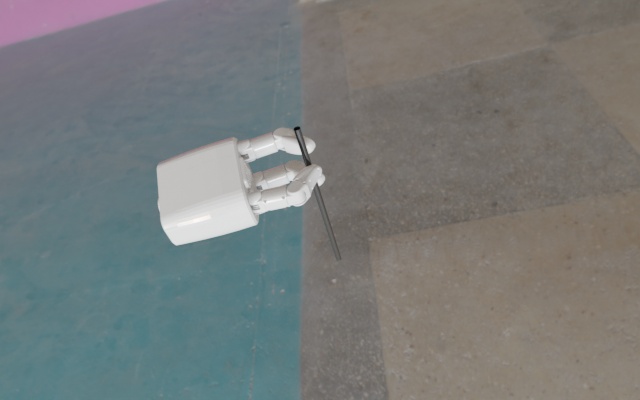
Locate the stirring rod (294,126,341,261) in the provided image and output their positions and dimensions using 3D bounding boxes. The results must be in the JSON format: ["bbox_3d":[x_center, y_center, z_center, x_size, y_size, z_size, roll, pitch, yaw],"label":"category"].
[{"bbox_3d":[0.000,0.002,0.631,0.011,0.240,0.011,-10,43,9],"label":"stirring rod"}]
